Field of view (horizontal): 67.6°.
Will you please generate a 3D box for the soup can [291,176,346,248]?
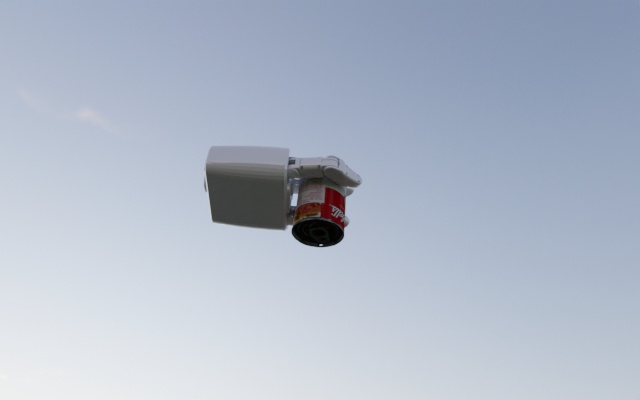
[{"bbox_3d":[0.001,0.002,0.637,0.068,0.102,0.069,3,-36,2],"label":"soup can"}]
